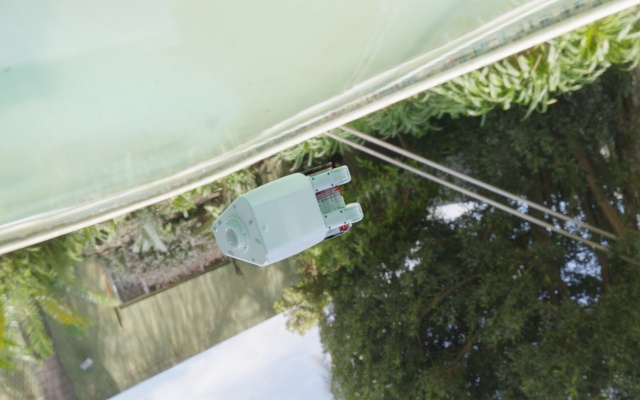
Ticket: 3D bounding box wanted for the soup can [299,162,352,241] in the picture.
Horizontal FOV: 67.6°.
[{"bbox_3d":[0.000,0.002,0.700,0.068,0.102,0.068,-19,4,1],"label":"soup can"}]
